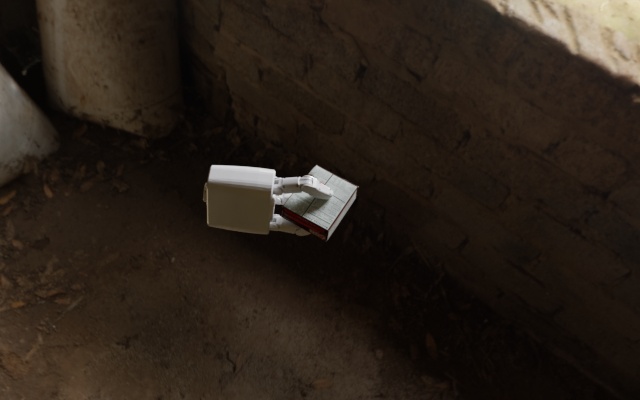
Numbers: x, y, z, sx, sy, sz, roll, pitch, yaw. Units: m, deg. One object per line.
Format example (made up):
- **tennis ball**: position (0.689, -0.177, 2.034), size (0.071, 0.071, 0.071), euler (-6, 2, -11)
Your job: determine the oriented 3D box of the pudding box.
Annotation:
- **pudding box**: position (0.000, 0.003, 0.811), size (0.090, 0.113, 0.039), euler (29, -32, 12)
